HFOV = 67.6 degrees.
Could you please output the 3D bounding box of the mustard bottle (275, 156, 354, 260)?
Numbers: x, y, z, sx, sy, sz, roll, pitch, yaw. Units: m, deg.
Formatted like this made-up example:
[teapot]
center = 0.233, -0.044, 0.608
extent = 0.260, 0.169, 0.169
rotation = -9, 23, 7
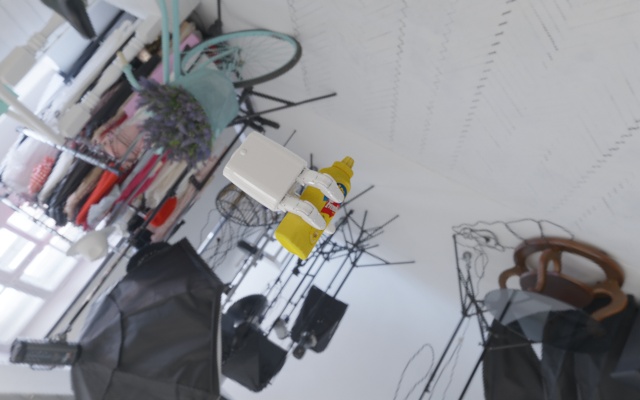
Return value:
[mustard bottle]
center = 0.000, 0.003, 0.815
extent = 0.058, 0.191, 0.096
rotation = 26, -18, 27
